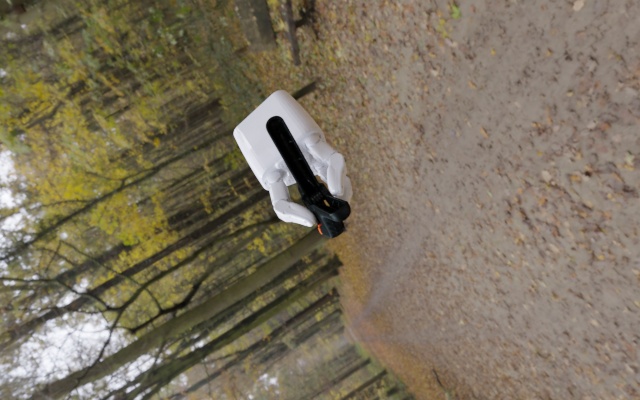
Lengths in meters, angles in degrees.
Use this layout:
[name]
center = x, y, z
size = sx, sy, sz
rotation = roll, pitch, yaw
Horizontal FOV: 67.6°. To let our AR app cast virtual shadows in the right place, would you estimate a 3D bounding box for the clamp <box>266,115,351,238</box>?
[clamp]
center = -0.001, 0.003, 0.631
size = 0.036, 0.164, 0.210
rotation = -32, -33, -7
